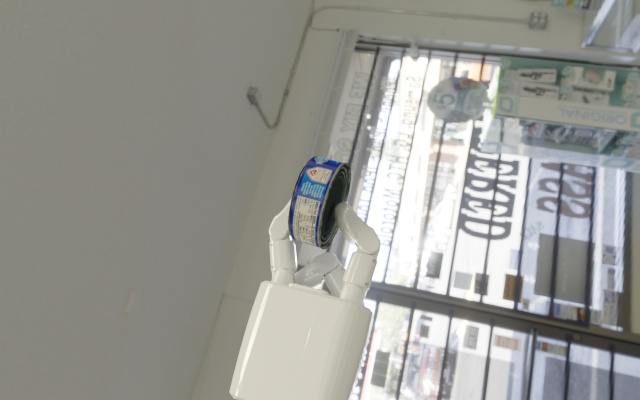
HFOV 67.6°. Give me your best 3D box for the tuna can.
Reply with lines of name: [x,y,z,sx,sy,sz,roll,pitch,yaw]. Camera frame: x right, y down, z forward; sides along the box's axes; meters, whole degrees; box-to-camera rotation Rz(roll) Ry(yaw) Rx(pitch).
tuna can: [0.000,0.001,0.460,0.034,0.086,0.086,16,4,15]
